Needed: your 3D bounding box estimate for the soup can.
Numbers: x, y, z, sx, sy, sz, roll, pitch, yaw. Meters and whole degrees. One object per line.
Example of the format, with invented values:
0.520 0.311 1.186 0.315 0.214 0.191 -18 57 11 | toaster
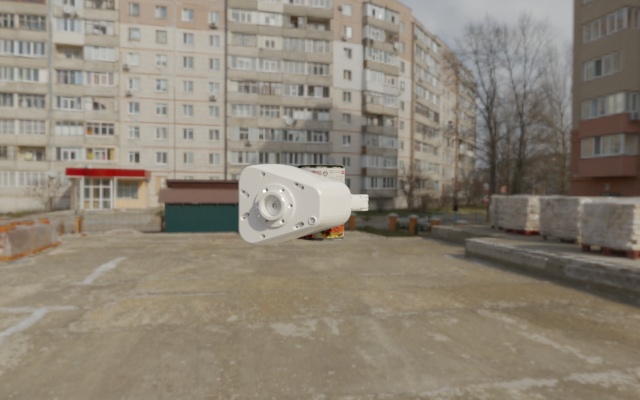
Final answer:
0.000 0.002 0.666 0.068 0.102 0.068 0 2 0 | soup can
